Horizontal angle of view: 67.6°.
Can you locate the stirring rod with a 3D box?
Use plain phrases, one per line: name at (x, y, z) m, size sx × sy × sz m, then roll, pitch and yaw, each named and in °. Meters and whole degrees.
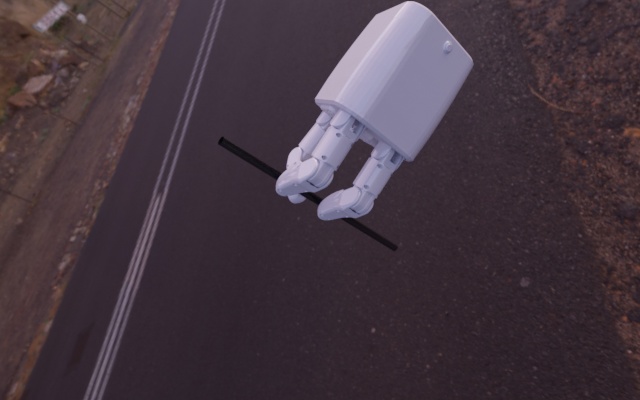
stirring rod at (0.000, 0.002, 0.471) m, size 0.240 × 0.011 × 0.011 m, roll 32°, pitch -20°, yaw -35°
